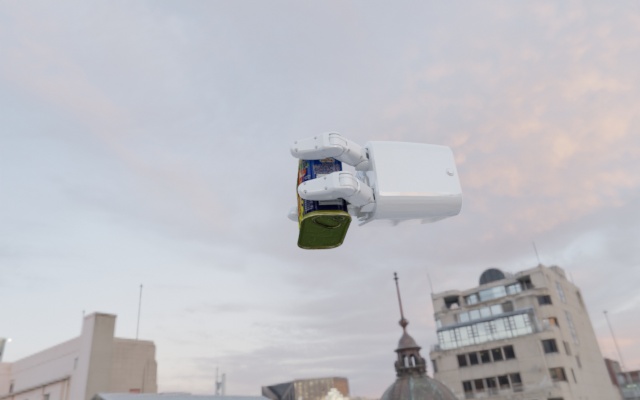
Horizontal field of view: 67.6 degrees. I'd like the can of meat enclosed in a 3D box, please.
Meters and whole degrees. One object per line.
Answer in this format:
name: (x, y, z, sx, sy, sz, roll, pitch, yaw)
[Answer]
can of meat: (0.000, 0.002, 0.576, 0.057, 0.084, 0.102, -1, -27, -7)
